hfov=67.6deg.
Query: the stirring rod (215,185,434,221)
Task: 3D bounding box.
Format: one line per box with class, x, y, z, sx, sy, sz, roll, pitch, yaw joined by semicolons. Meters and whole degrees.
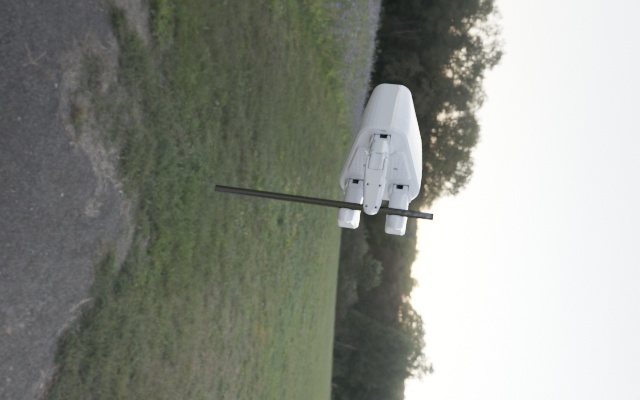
stirring rod;0.000;0.002;0.517;0.239;0.011;0.011;8;1;10
